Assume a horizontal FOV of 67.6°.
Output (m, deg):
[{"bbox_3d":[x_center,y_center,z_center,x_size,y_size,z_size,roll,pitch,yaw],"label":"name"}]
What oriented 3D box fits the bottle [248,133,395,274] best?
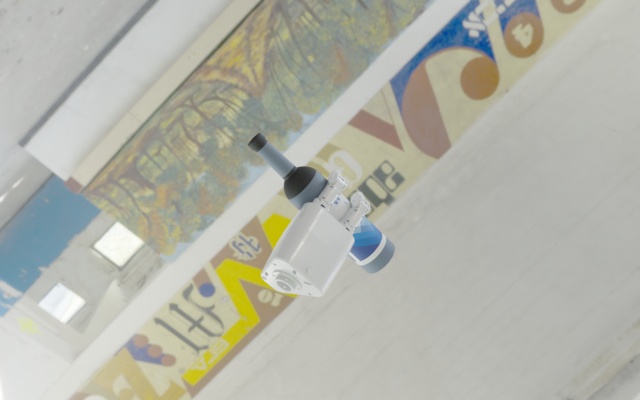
[{"bbox_3d":[0.000,0.003,0.770,0.296,0.069,0.069,43,-16,-18],"label":"bottle"}]
